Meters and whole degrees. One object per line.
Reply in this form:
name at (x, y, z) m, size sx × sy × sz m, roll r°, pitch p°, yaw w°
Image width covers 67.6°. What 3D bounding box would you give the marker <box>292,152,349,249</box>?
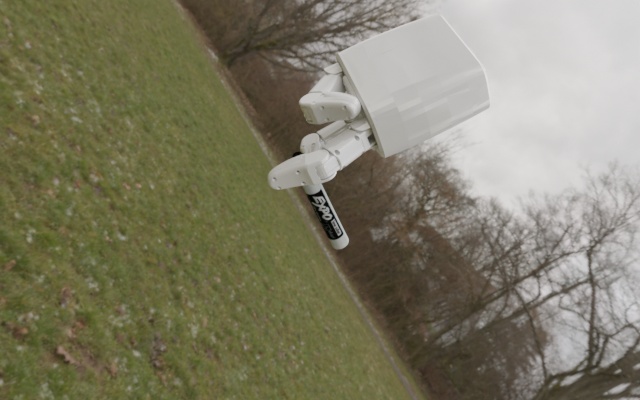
marker at (0.000, 0.002, 0.464) m, size 0.020 × 0.121 × 0.020 m, roll -16°, pitch 39°, yaw 13°
